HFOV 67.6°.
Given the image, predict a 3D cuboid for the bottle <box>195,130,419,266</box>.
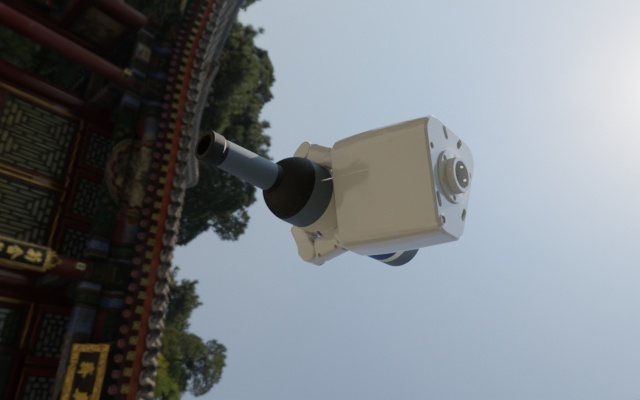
[{"bbox_3d":[0.000,0.002,0.500,0.069,0.069,0.296,0,-19,45],"label":"bottle"}]
